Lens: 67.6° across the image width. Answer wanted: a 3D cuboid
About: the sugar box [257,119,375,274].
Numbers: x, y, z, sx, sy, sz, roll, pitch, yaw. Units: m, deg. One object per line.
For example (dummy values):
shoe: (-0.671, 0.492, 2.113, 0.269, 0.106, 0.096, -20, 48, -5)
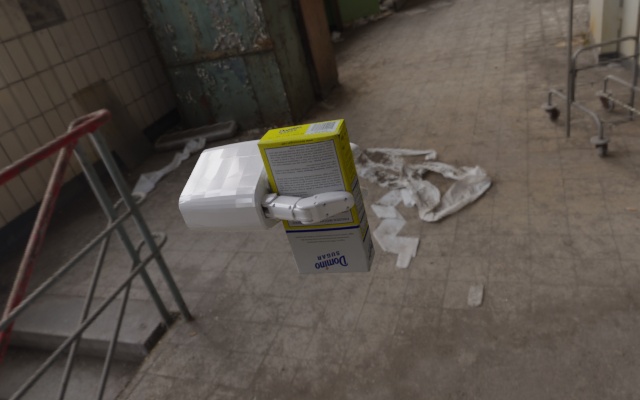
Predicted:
sugar box: (0.000, 0.001, 0.546, 0.093, 0.176, 0.048, -4, 31, 20)
